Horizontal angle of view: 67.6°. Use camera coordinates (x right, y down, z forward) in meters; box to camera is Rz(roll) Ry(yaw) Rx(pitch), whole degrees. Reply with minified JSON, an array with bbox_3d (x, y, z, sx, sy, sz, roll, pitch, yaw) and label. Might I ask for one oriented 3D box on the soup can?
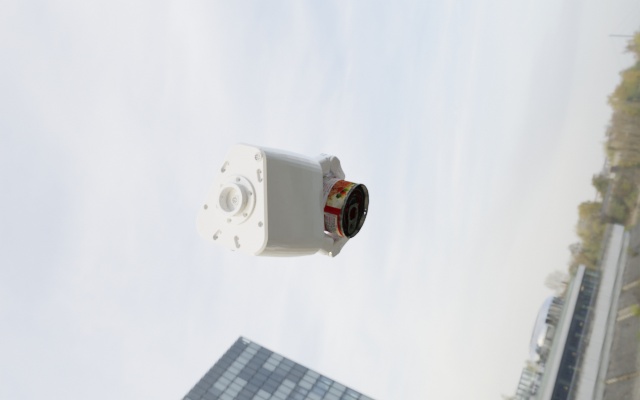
[{"bbox_3d":[0.000,0.002,0.593,0.102,0.068,0.068,15,7,29],"label":"soup can"}]
